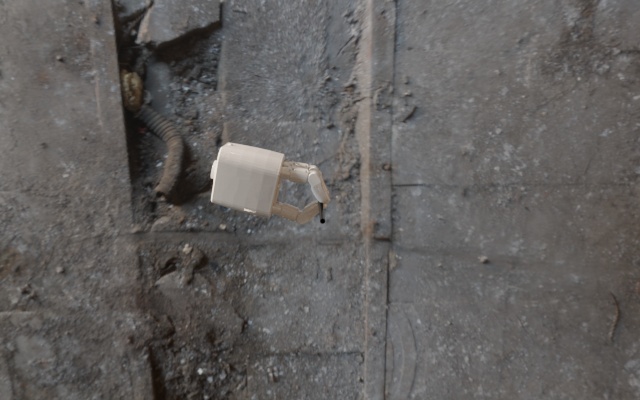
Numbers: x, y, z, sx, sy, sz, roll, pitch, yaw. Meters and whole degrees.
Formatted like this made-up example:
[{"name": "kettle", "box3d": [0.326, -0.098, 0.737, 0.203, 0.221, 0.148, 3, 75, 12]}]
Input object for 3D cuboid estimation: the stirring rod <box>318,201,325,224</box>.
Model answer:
[{"name": "stirring rod", "box3d": [0.000, 0.003, 0.822, 0.011, 0.011, 0.239, 0, 13, -2]}]
